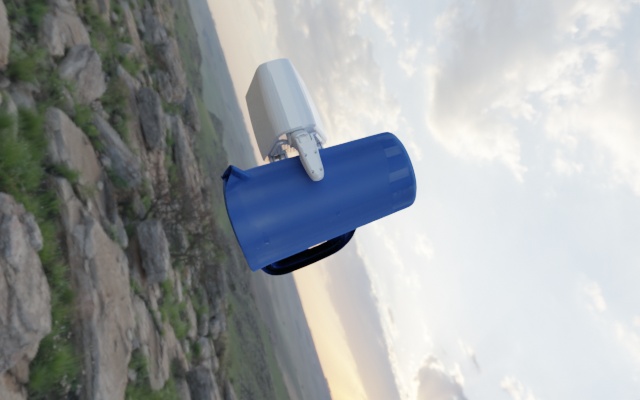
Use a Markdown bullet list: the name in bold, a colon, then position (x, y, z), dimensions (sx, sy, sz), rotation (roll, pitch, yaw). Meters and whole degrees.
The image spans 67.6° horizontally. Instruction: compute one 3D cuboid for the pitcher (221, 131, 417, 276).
- **pitcher**: position (0.000, 0.002, 0.642), dimensions (0.243, 0.145, 0.149), rotation (-19, -10, -6)
